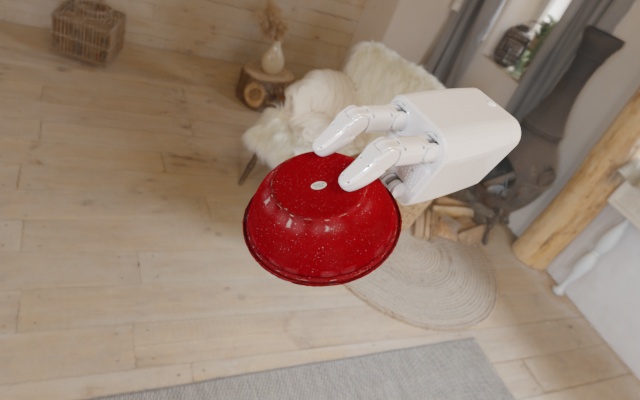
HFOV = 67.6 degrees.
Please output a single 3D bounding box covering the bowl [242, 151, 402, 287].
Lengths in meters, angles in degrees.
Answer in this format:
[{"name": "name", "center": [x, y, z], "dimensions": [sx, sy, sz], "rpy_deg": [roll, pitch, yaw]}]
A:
[{"name": "bowl", "center": [-0.001, 0.002, 0.466], "dimensions": [0.162, 0.162, 0.055], "rpy_deg": [0, -42, 3]}]
